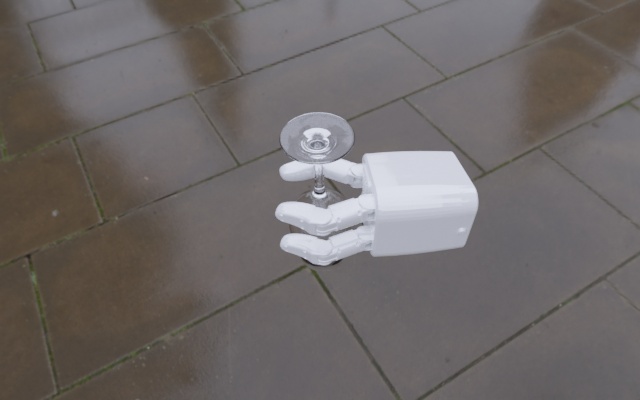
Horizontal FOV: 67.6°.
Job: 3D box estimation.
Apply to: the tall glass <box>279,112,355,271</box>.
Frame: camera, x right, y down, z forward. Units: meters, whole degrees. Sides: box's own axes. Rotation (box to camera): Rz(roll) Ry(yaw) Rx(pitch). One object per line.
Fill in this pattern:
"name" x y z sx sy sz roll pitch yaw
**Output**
"tall glass" 0.000 0.001 0.542 0.079 0.079 0.201 0 -40 2
